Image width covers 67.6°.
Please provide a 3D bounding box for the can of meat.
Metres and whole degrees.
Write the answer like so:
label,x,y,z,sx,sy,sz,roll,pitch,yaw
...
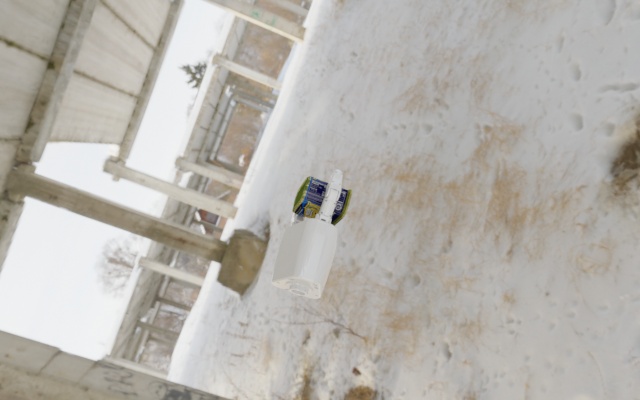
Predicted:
label,x,y,z,sx,sy,sz,roll,pitch,yaw
can of meat,0.000,0.003,0.875,0.084,0.057,0.102,20,-23,-9
